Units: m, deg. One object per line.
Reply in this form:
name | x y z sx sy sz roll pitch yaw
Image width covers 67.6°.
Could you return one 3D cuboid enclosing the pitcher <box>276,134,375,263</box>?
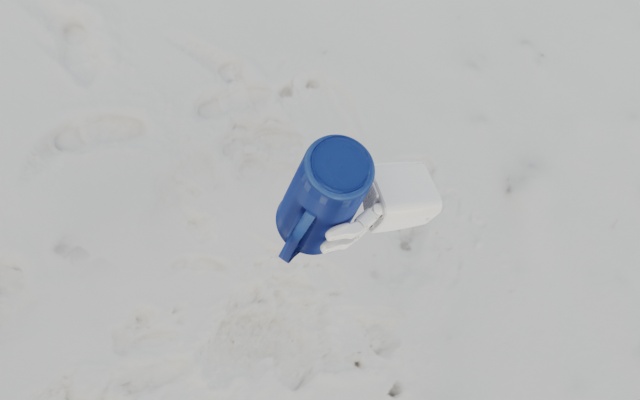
pitcher | 0.000 0.003 0.790 0.145 0.149 0.243 -7 -21 -15
